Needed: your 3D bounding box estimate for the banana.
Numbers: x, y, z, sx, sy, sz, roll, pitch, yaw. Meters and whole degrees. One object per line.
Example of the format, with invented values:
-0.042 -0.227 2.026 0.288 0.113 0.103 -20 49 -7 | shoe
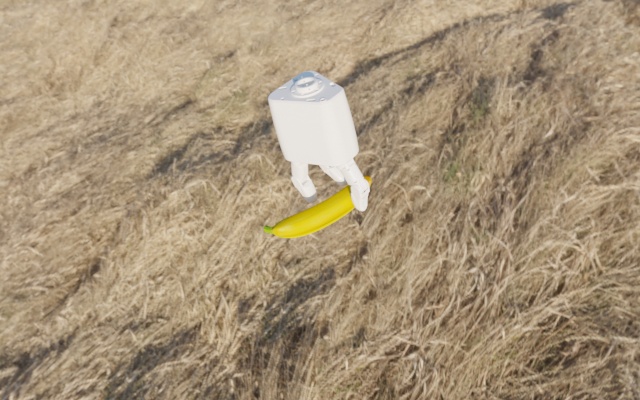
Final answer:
0.004 0.013 0.764 0.198 0.037 0.069 -25 37 -7 | banana
